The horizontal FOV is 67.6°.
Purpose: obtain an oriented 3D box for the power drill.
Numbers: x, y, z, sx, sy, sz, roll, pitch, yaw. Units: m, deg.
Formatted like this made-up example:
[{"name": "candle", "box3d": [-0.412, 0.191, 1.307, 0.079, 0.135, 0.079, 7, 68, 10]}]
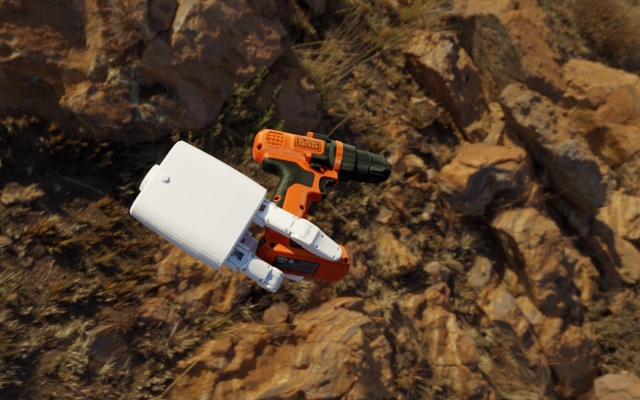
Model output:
[{"name": "power drill", "box3d": [0.000, 0.002, 0.587, 0.184, 0.187, 0.057, 10, -35, -8]}]
